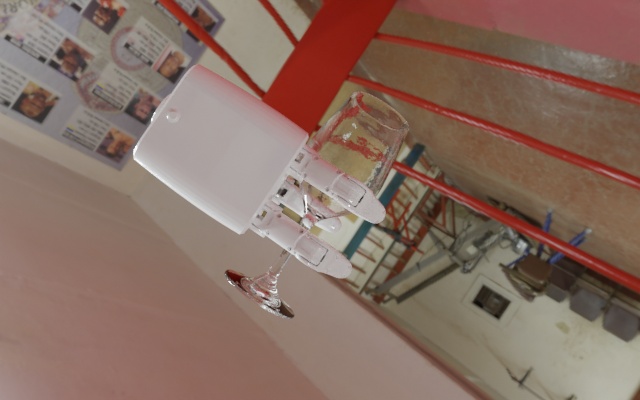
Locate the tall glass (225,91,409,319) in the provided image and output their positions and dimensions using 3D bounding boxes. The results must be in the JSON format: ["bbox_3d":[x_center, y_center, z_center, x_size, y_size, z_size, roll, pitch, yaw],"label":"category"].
[{"bbox_3d":[0.000,0.002,0.431,0.079,0.201,0.079,34,-2,1],"label":"tall glass"}]
